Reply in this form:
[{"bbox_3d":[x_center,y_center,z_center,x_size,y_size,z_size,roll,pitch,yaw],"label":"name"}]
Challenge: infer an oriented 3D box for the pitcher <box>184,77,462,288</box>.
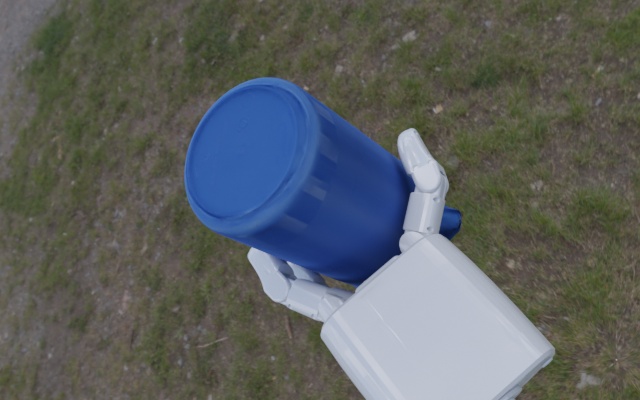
[{"bbox_3d":[0.000,0.001,0.403,0.145,0.149,0.243,49,12,32],"label":"pitcher"}]
